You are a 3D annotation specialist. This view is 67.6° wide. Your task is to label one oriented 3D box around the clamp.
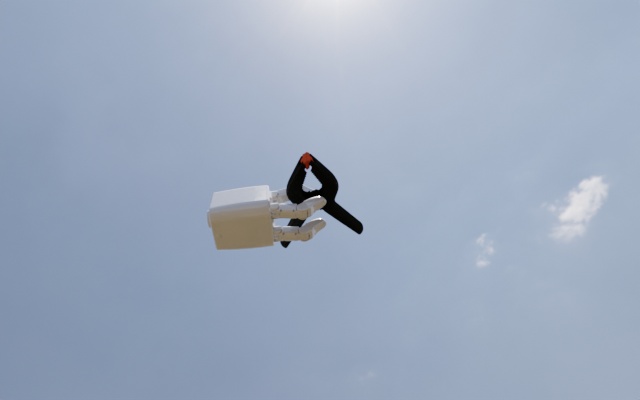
[{"bbox_3d":[0.000,0.002,0.883,0.164,0.210,0.036,-6,40,-5],"label":"clamp"}]
